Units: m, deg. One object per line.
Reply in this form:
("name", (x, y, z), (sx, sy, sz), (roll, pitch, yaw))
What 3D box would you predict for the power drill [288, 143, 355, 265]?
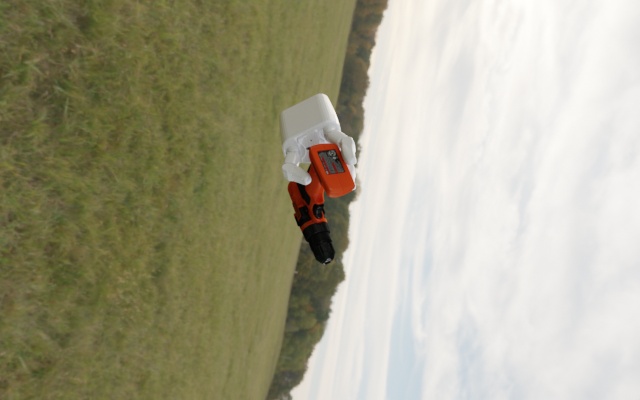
("power drill", (0.000, 0.002, 0.861), (0.057, 0.184, 0.188), (-11, -27, -26))
